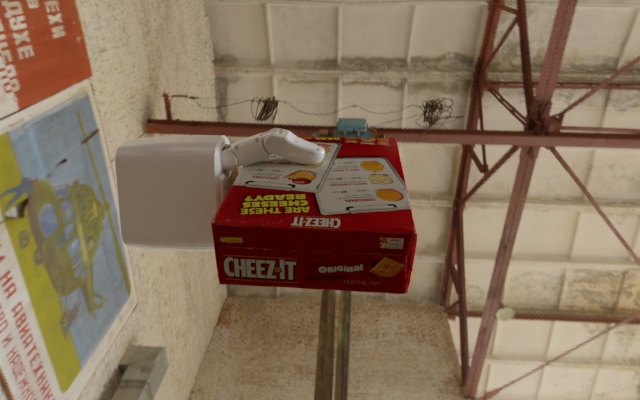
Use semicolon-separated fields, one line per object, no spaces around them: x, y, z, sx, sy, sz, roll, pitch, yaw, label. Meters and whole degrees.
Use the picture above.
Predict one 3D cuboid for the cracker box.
0.000;0.001;0.479;0.164;0.072;0.213;2;28;3;cracker box
